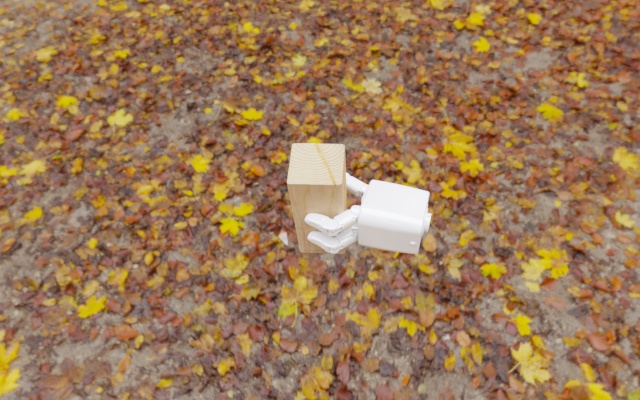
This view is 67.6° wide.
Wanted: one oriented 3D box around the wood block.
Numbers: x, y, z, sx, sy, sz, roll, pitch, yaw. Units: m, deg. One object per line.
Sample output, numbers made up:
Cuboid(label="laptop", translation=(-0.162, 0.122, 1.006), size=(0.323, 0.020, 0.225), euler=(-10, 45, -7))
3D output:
Cuboid(label="wood block", translation=(0.001, 0.002, 0.849), size=(0.090, 0.090, 0.206), euler=(1, -38, 6))
